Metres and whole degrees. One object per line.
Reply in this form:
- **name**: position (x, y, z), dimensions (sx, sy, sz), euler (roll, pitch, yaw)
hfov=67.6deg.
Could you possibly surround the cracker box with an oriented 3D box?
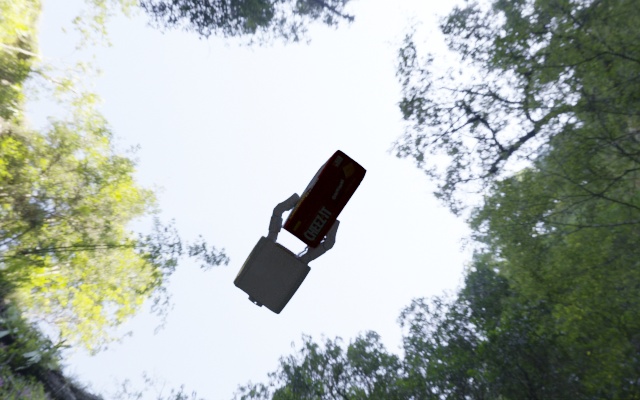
- **cracker box**: position (0.000, 0.003, 0.896), dimensions (0.072, 0.164, 0.214), euler (34, -6, -4)
